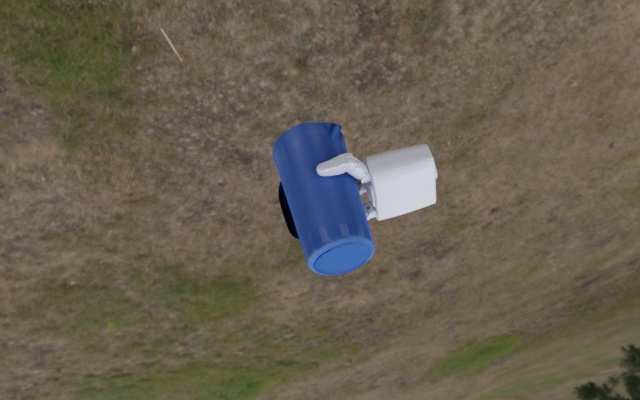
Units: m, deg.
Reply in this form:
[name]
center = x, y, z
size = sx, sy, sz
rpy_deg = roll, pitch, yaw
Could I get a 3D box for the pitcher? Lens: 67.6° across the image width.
[pitcher]
center = 0.000, 0.003, 0.802
size = 0.145, 0.242, 0.149
rpy_deg = -16, -35, -1
